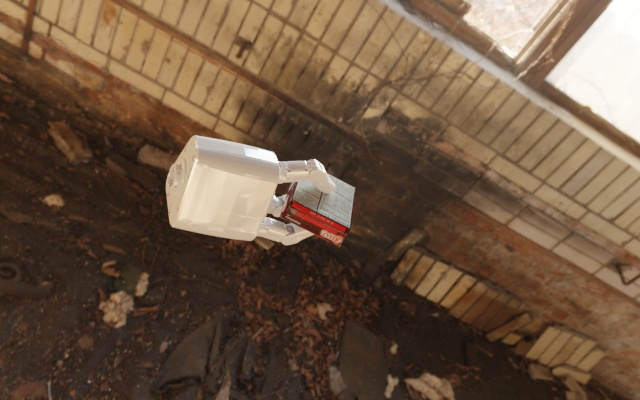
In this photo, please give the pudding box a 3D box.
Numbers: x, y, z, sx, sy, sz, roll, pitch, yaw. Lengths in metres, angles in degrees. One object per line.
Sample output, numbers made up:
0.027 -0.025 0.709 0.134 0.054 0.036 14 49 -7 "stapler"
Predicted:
0.000 0.002 0.659 0.090 0.039 0.113 28 33 -9 "pudding box"
